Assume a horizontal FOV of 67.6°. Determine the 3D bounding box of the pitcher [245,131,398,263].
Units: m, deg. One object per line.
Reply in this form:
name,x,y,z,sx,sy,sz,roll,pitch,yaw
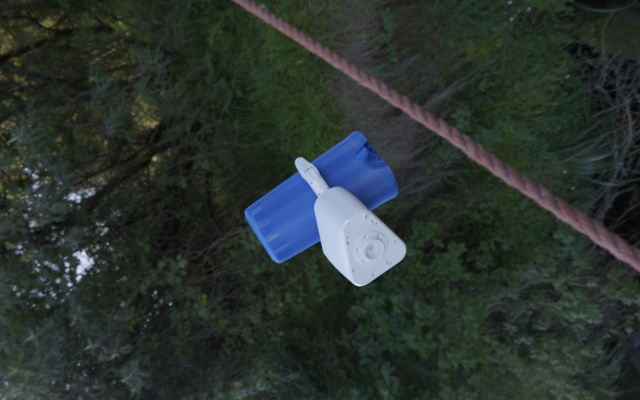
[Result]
pitcher,0.000,0.003,0.820,0.243,0.149,0.145,-33,27,-8
